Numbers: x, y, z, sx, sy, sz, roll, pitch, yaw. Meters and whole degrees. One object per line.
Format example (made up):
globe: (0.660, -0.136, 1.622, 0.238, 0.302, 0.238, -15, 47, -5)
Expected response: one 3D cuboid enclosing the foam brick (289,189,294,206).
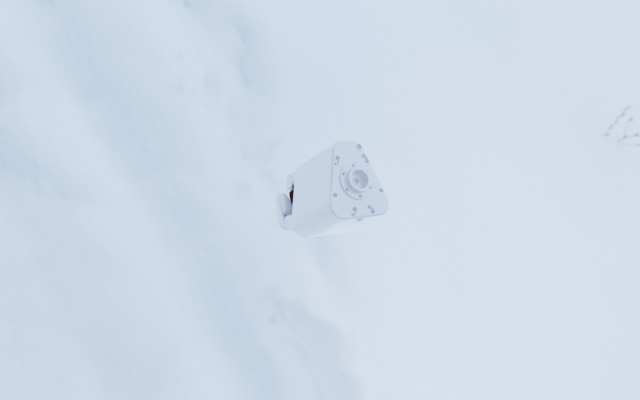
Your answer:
foam brick: (0.000, 0.002, 0.729, 0.078, 0.053, 0.051, -6, -12, -30)
